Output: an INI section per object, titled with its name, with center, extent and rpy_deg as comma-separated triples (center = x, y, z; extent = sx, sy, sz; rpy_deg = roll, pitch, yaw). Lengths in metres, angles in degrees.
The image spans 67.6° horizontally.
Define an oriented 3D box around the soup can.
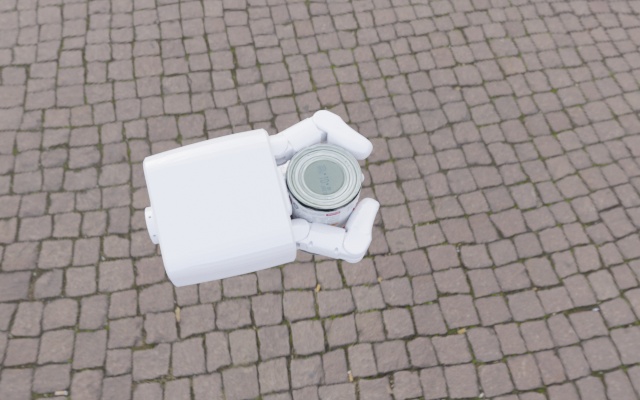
[soup can]
center = 0.001, 0.001, 0.448
extent = 0.068, 0.068, 0.102
rpy_deg = 0, -27, -4
